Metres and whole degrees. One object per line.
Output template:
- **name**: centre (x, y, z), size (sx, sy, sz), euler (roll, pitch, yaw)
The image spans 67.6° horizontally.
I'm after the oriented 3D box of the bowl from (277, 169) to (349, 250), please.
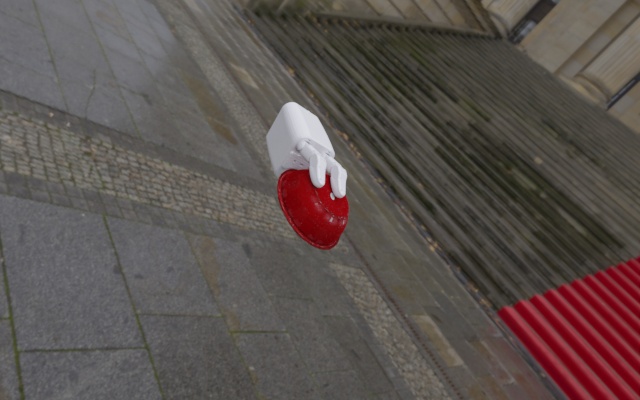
- **bowl**: centre (0.001, 0.004, 0.838), size (0.055, 0.162, 0.162), euler (-32, -17, 30)
